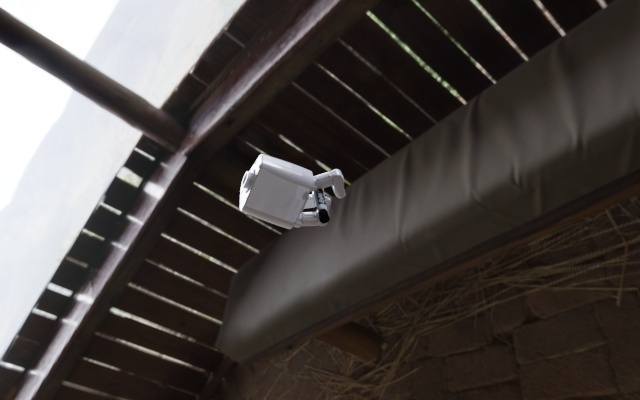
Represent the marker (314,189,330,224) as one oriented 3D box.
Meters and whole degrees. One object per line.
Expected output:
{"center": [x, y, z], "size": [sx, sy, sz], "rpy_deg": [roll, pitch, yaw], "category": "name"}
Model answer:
{"center": [0.000, 0.003, 0.882], "size": [0.020, 0.020, 0.121], "rpy_deg": [0, 34, -9], "category": "marker"}
